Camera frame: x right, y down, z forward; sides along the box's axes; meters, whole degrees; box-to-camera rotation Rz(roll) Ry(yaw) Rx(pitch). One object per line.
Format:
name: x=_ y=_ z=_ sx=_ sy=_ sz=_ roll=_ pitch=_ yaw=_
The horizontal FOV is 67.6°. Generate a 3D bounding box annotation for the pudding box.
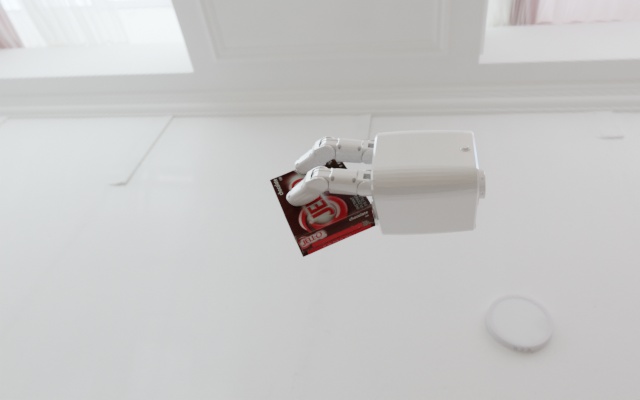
pudding box: x=0.000 y=0.002 z=0.552 sx=0.090 sy=0.039 sz=0.113 roll=-22 pitch=40 yaw=-6
